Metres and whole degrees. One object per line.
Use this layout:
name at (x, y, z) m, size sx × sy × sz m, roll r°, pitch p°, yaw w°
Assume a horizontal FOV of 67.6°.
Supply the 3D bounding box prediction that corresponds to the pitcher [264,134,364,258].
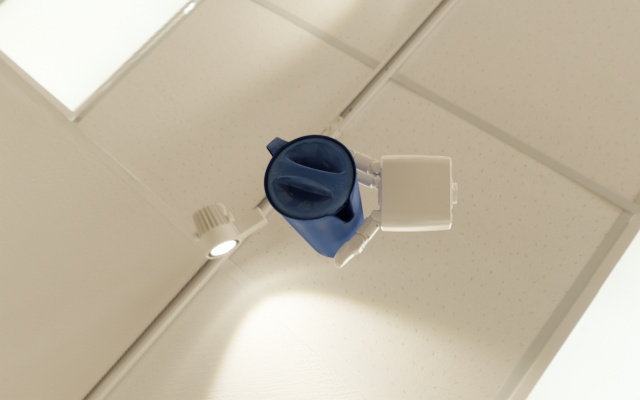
pitcher at (0.000, 0.003, 0.770) m, size 0.145 × 0.149 × 0.243 m, roll -2°, pitch -23°, yaw 11°
